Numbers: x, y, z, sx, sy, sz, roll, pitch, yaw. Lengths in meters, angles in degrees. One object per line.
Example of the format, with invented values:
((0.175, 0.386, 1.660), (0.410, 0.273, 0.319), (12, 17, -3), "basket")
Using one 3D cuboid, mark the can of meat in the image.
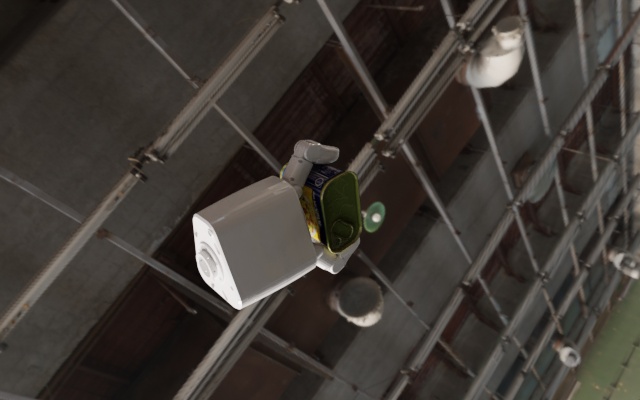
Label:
((0.000, 0.002, 0.588), (0.057, 0.102, 0.084), (-31, 38, -31), "can of meat")
